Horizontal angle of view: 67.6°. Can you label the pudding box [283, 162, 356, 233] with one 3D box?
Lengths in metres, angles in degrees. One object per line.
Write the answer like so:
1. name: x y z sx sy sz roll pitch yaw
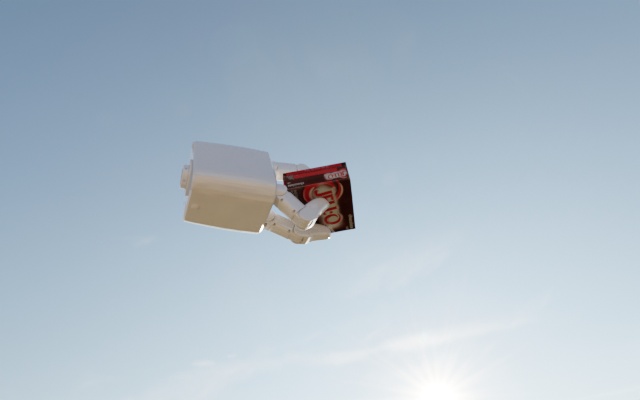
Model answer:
1. pudding box: 0.000 0.002 0.676 0.090 0.039 0.114 -10 -39 1
